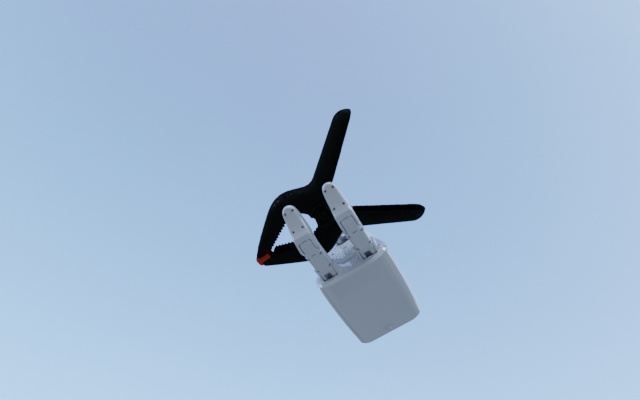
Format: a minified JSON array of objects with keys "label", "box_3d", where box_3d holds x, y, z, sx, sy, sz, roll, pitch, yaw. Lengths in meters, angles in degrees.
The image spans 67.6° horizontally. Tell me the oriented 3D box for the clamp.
[{"label":"clamp","box_3d":[0.000,0.002,0.580,0.210,0.164,0.036,-31,16,7]}]
